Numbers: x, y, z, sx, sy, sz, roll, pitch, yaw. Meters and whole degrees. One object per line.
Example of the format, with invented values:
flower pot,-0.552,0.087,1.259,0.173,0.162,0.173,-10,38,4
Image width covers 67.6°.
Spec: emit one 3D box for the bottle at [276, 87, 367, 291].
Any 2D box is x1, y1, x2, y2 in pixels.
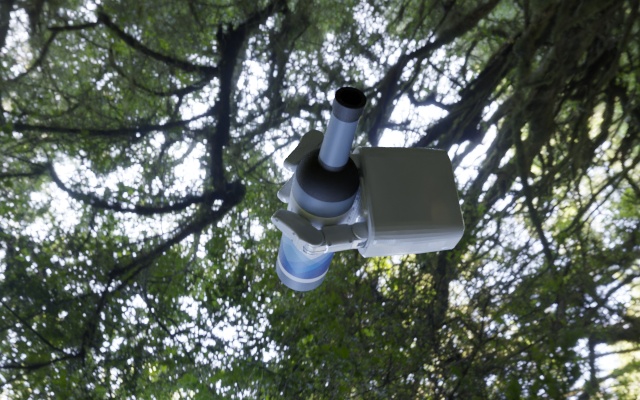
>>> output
bottle,0.000,0.002,0.510,0.069,0.069,0.296,0,-36,-12
